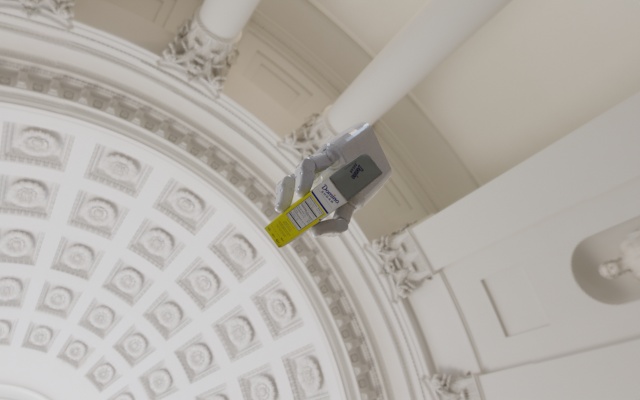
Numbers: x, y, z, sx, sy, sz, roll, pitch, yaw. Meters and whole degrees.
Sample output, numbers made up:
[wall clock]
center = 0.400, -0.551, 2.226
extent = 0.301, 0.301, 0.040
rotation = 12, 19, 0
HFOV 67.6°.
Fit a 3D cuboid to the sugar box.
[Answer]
[sugar box]
center = 0.000, 0.002, 0.685
extent = 0.093, 0.048, 0.176
rotation = -37, -2, -44
